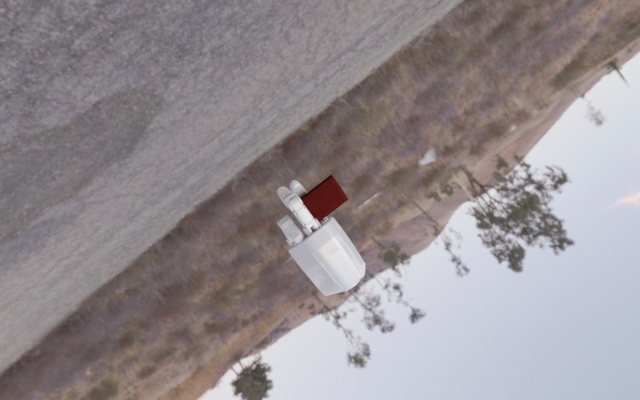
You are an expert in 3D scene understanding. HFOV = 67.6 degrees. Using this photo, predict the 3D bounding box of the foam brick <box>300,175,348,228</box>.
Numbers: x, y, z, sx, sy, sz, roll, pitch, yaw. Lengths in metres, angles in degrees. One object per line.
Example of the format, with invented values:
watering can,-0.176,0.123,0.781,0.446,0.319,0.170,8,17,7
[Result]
foam brick,0.000,0.002,0.815,0.078,0.051,0.053,-38,-1,-10
